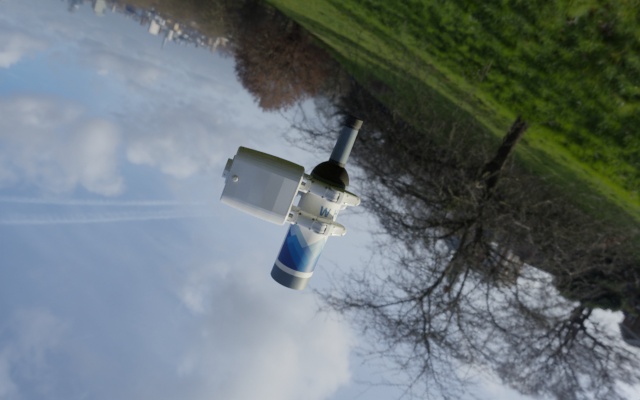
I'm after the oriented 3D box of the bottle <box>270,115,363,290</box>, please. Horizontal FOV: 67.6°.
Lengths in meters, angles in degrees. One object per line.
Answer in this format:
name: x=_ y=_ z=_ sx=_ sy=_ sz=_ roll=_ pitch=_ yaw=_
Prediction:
bottle: x=0.000 y=0.003 z=0.782 sx=0.069 sy=0.296 sz=0.069 roll=21 pitch=12 yaw=-5
